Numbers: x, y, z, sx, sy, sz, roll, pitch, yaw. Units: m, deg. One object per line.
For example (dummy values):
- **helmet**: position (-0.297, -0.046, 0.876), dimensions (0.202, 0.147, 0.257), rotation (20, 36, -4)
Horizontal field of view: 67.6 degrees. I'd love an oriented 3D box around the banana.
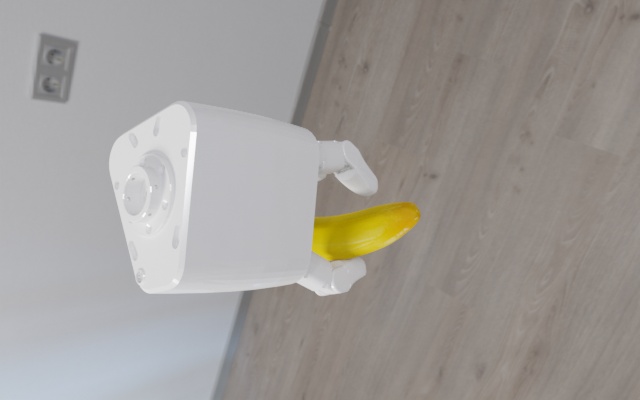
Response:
- **banana**: position (-0.007, 0.019, 0.423), dimensions (0.198, 0.069, 0.037), rotation (13, 0, 40)
